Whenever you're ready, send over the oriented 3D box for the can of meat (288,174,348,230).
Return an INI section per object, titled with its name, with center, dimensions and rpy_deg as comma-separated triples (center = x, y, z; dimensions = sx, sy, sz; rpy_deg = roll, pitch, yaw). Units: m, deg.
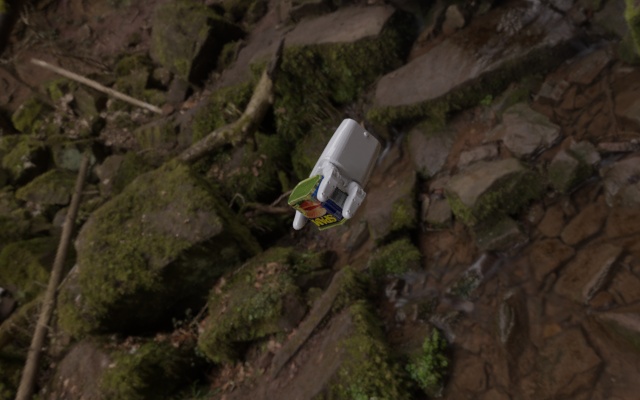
[can of meat]
center = 0.000, 0.003, 0.856
dimensions = 0.084, 0.057, 0.102
rpy_deg = 38, -27, -18
